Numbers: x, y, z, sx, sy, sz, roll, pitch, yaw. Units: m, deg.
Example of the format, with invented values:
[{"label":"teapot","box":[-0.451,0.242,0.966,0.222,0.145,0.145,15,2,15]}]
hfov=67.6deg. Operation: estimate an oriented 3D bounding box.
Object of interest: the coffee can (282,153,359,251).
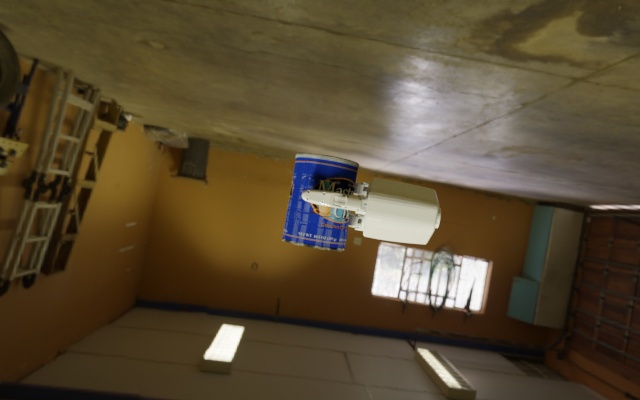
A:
[{"label":"coffee can","box":[0.000,0.002,0.762,0.103,0.140,0.103,10,-1,0]}]
